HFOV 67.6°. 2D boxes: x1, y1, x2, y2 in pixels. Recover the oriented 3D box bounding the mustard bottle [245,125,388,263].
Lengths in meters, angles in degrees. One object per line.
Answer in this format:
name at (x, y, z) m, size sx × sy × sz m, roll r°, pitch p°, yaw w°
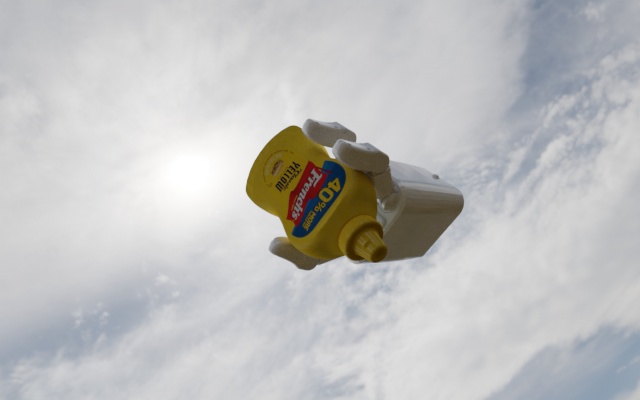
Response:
mustard bottle at (0.000, 0.001, 0.465) m, size 0.058 × 0.096 × 0.191 m, roll 33°, pitch 6°, yaw -44°
